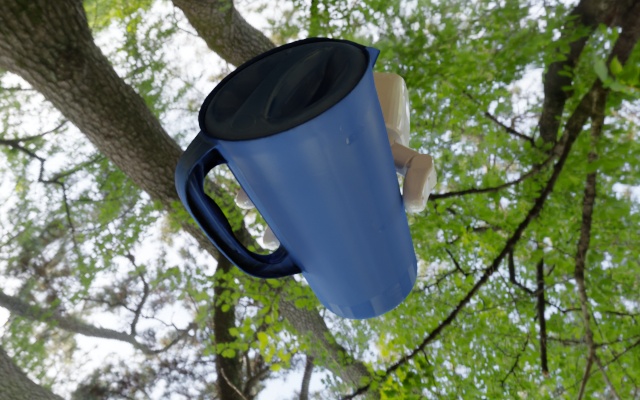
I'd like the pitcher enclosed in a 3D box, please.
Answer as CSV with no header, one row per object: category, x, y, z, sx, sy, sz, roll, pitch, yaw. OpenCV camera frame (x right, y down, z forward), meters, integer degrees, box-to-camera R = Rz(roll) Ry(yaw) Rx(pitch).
pitcher,0.000,0.001,0.413,0.149,0.243,0.145,-8,42,20
